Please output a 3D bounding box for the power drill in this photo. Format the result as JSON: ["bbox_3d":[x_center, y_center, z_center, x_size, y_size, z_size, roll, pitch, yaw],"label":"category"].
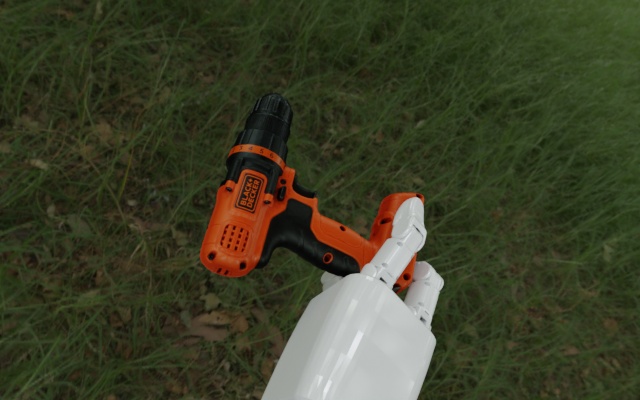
[{"bbox_3d":[0.000,0.002,0.446,0.187,0.184,0.057,19,-25,-11],"label":"power drill"}]
